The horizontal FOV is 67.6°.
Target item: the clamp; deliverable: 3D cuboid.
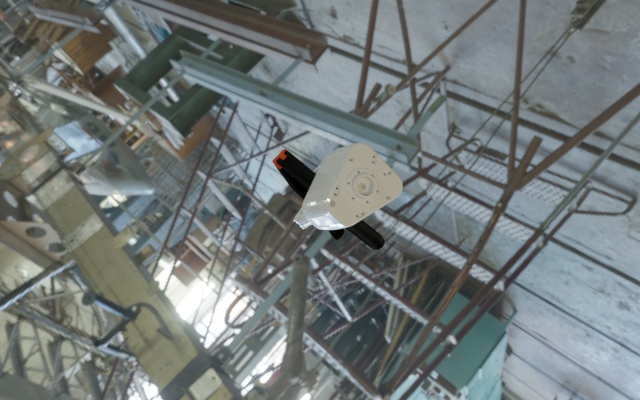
[{"bbox_3d":[-0.001,0.003,0.786,0.210,0.036,0.164,45,-15,-10],"label":"clamp"}]
